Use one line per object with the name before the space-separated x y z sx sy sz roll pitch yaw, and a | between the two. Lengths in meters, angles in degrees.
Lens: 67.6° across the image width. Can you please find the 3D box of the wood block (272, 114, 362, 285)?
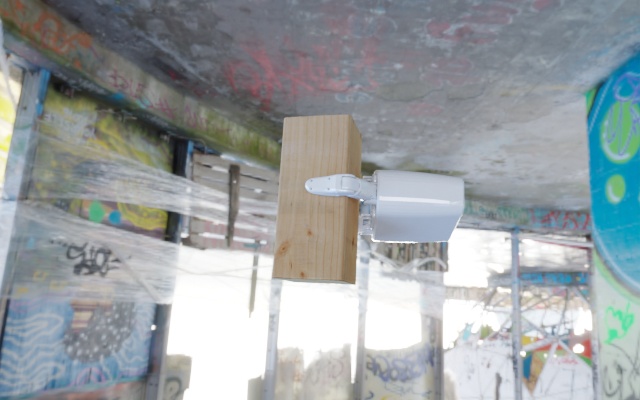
wood block | 0.000 0.002 0.623 0.090 0.206 0.091 0 -12 15
